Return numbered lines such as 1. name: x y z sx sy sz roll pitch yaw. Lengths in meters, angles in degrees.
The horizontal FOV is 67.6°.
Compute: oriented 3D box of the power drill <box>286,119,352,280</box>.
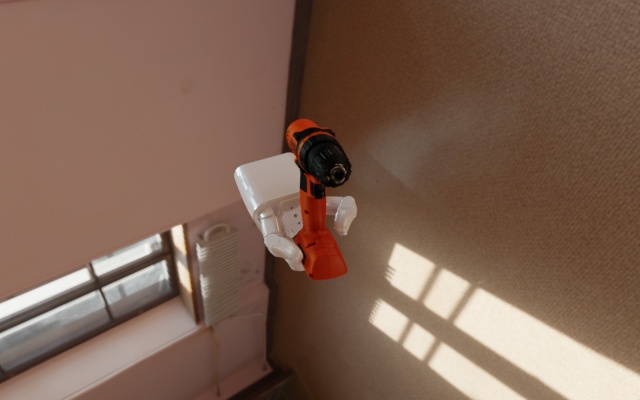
1. power drill: 0.000 0.002 0.603 0.057 0.188 0.184 -6 23 -11
